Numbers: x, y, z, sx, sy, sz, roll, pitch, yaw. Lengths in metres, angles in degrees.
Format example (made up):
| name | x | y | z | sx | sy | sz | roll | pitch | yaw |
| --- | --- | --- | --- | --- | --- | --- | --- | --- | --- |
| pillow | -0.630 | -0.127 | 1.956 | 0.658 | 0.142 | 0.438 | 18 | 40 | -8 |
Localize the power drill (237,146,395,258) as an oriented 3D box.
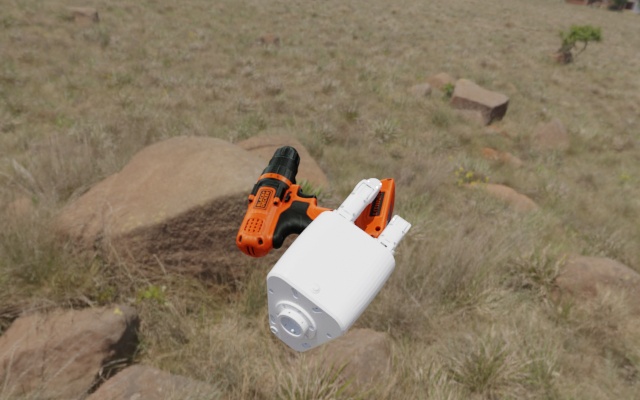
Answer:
| name | x | y | z | sx | sy | sz | roll | pitch | yaw |
| --- | --- | --- | --- | --- | --- | --- | --- | --- | --- |
| power drill | 0.000 | 0.002 | 0.627 | 0.187 | 0.184 | 0.057 | 5 | -39 | 14 |
